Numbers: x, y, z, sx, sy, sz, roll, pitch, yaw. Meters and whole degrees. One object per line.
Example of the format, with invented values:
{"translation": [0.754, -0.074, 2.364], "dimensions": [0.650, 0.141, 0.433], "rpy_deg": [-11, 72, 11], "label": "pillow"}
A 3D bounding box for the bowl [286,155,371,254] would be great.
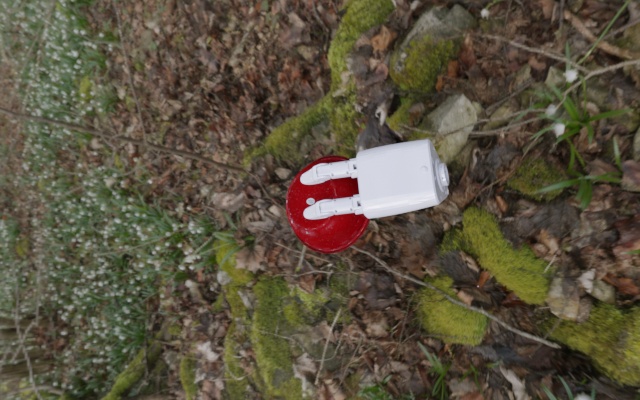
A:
{"translation": [-0.001, 0.003, 0.758], "dimensions": [0.162, 0.162, 0.055], "rpy_deg": [0, -7, 33], "label": "bowl"}
